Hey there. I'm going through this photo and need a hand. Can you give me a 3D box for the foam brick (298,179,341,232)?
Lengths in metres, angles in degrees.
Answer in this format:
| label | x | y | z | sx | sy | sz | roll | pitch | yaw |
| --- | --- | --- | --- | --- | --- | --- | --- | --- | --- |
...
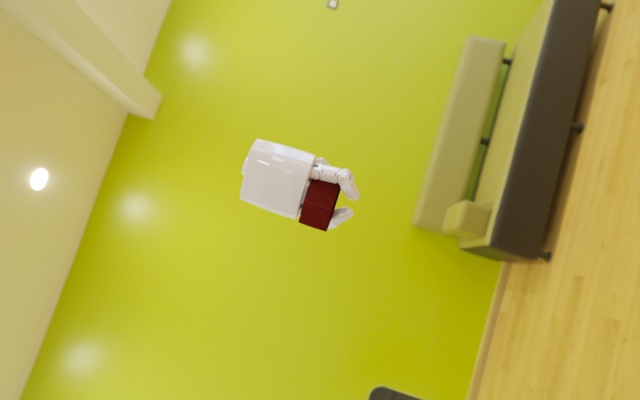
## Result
| label | x | y | z | sx | sy | sz | roll | pitch | yaw |
| --- | --- | --- | --- | --- | --- | --- | --- | --- | --- |
| foam brick | 0.000 | 0.003 | 0.796 | 0.051 | 0.078 | 0.053 | 18 | -44 | 1 |
